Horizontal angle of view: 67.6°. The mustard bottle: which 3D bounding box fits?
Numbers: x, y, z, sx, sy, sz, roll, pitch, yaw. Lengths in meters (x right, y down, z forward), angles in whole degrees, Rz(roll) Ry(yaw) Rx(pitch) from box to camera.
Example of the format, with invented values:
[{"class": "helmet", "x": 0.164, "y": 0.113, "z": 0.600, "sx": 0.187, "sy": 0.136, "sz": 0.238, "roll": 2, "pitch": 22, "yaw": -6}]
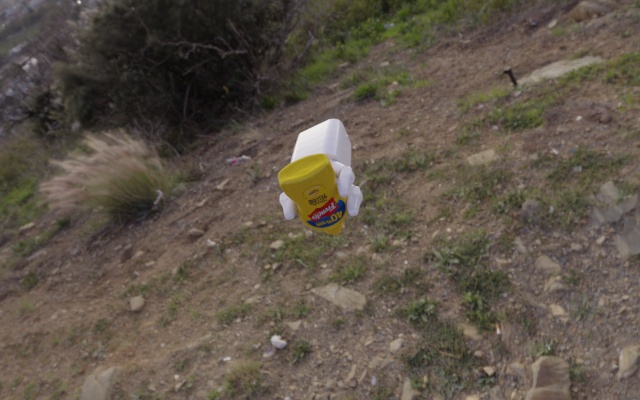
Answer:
[{"class": "mustard bottle", "x": 0.000, "y": 0.003, "z": 0.885, "sx": 0.096, "sy": 0.058, "sz": 0.192, "roll": -25, "pitch": -45, "yaw": 3}]
